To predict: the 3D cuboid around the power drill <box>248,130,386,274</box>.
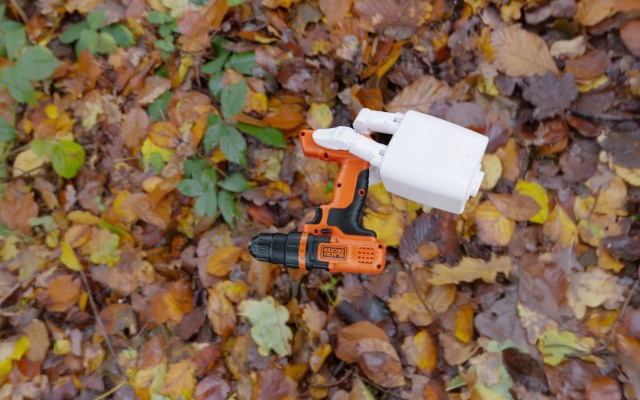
[{"bbox_3d":[0.000,0.002,0.646,0.184,0.187,0.057,5,-6,6],"label":"power drill"}]
